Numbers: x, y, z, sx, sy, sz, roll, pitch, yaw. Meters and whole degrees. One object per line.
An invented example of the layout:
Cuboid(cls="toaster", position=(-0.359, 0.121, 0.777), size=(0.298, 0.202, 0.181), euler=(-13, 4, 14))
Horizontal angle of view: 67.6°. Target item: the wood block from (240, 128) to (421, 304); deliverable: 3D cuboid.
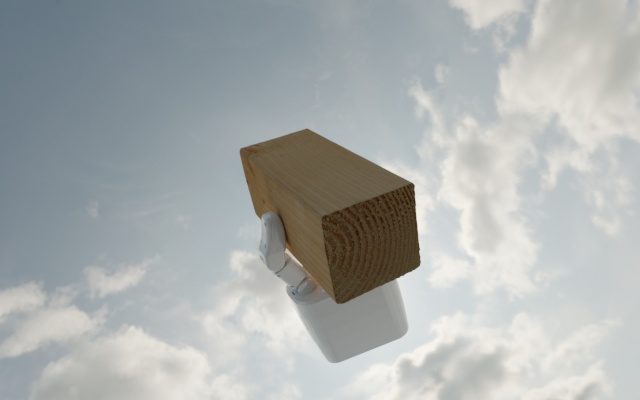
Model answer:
Cuboid(cls="wood block", position=(0.000, 0.002, 0.483), size=(0.091, 0.090, 0.206), euler=(-21, 29, -20))
